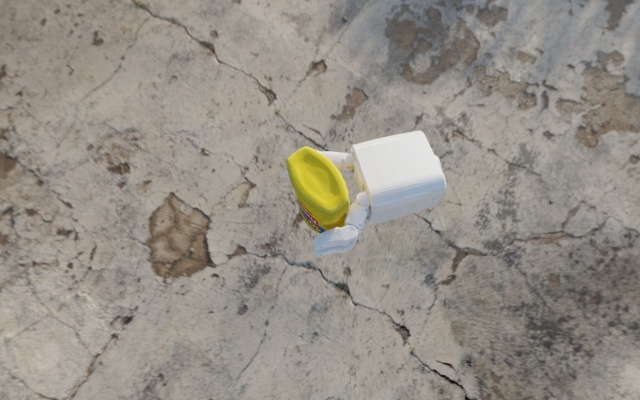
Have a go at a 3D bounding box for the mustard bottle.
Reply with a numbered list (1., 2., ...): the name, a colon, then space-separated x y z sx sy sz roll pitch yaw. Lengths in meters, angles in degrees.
1. mustard bottle: 0.000 0.002 0.668 0.058 0.096 0.192 -37 -16 -9
